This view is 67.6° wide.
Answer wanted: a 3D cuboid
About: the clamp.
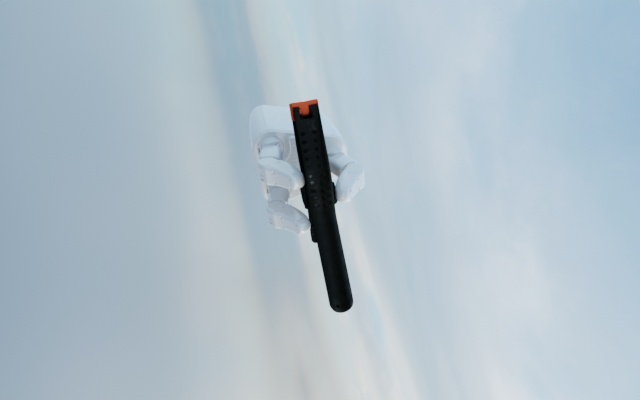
[{"bbox_3d":[0.001,0.001,0.506,0.036,0.210,0.164,-11,31,-5],"label":"clamp"}]
